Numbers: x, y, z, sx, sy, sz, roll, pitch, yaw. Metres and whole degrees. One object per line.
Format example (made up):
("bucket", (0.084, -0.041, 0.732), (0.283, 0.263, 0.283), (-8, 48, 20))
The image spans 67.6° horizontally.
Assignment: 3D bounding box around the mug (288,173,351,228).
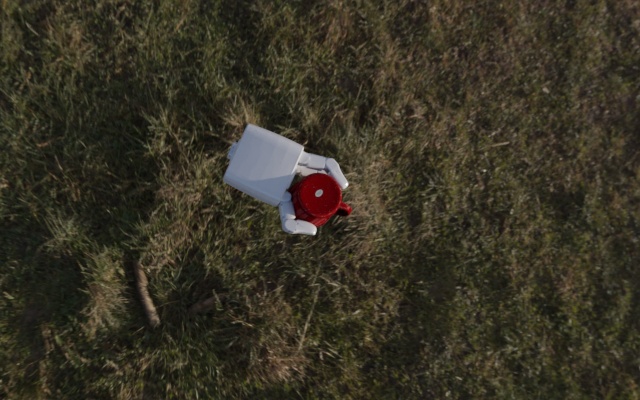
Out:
("mug", (0.001, 0.003, 0.854), (0.117, 0.093, 0.081), (22, -17, -9))
